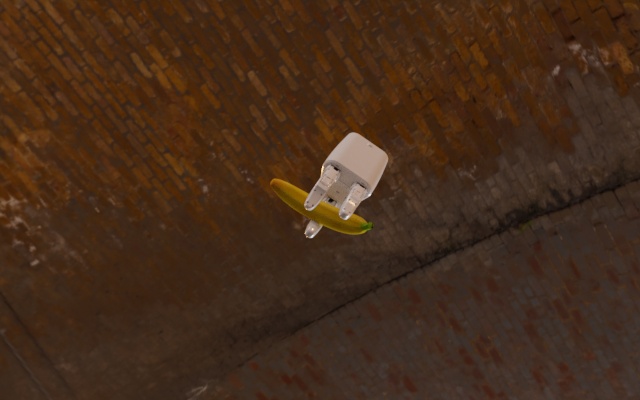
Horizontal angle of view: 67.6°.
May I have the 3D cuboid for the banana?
[{"bbox_3d":[0.004,0.015,0.824,0.198,0.037,0.070,22,-31,18],"label":"banana"}]
